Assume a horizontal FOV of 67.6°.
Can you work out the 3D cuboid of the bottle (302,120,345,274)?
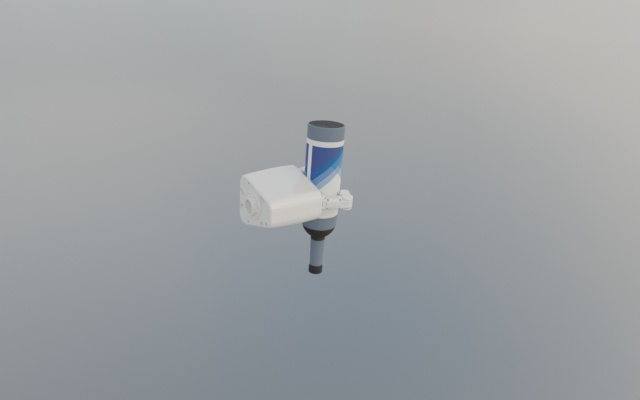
[{"bbox_3d":[0.000,0.003,0.890,0.069,0.296,0.069,4,22,-2],"label":"bottle"}]
